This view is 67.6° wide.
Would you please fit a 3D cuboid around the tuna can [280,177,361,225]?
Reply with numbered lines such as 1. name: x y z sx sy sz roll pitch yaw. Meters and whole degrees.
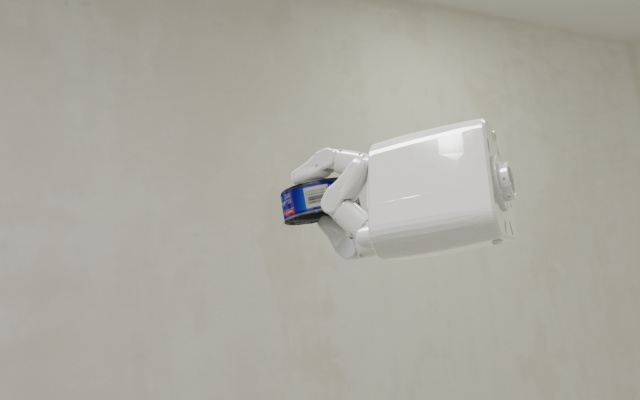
1. tuna can: 0.000 0.001 0.520 0.086 0.033 0.086 -10 -10 -2
